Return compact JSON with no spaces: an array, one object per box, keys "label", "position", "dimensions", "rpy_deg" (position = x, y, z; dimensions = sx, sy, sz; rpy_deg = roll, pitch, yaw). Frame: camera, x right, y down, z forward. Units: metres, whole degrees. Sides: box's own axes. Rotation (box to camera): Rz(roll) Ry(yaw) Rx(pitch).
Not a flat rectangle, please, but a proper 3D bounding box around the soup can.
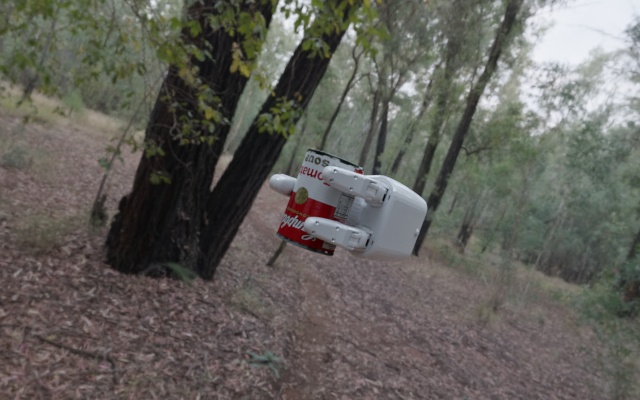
[{"label":"soup can","position":[0.000,0.001,0.525],"dimensions":[0.068,0.102,0.068],"rpy_deg":[20,2,-1]}]
